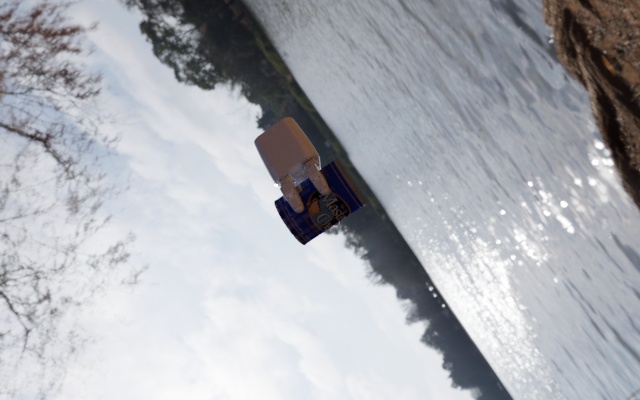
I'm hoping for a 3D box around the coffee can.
[{"bbox_3d":[0.000,0.003,0.886,0.140,0.103,0.103,-34,-4,6],"label":"coffee can"}]
